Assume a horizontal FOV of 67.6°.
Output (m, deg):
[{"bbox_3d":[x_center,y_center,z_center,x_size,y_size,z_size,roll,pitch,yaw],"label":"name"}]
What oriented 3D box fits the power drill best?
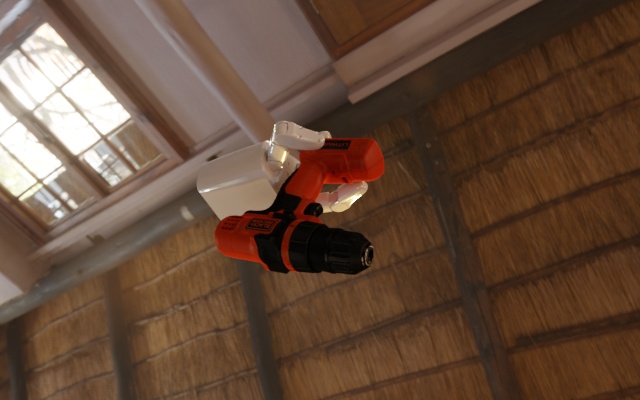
[{"bbox_3d":[0.000,0.001,0.520,0.184,0.057,0.187,6,40,32],"label":"power drill"}]
